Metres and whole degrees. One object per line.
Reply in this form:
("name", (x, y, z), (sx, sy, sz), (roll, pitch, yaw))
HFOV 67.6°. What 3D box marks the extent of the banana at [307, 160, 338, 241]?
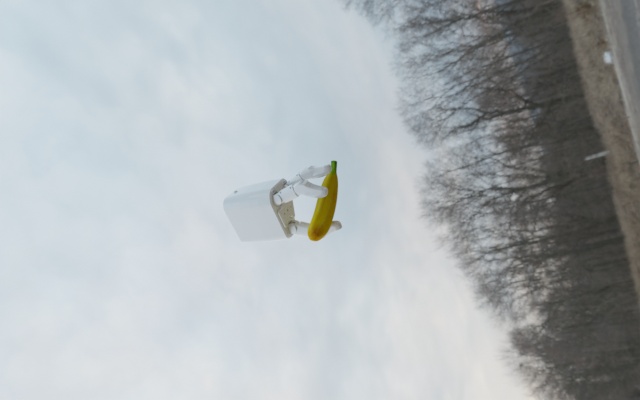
("banana", (0.004, 0.014, 0.882), (0.037, 0.197, 0.070), (-1, -45, 15))
